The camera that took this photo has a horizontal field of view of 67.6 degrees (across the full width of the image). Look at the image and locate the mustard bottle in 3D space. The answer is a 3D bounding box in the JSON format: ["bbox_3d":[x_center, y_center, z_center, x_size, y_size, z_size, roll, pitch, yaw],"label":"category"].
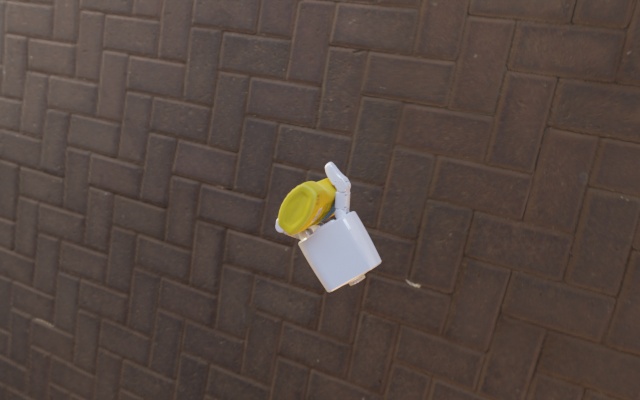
[{"bbox_3d":[0.000,0.003,0.879,0.058,0.096,0.191,37,22,16],"label":"mustard bottle"}]
